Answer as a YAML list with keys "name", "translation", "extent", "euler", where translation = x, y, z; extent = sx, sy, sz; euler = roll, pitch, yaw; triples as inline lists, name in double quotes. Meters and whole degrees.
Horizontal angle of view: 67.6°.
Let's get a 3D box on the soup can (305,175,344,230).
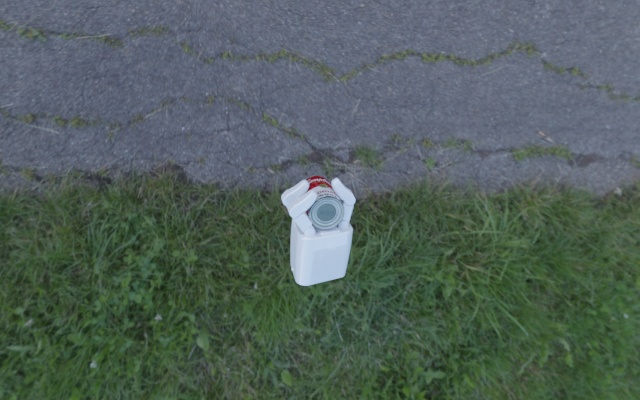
- name: "soup can"
  translation: [0.000, 0.003, 0.895]
  extent: [0.068, 0.068, 0.102]
  euler: [0, 25, -14]
